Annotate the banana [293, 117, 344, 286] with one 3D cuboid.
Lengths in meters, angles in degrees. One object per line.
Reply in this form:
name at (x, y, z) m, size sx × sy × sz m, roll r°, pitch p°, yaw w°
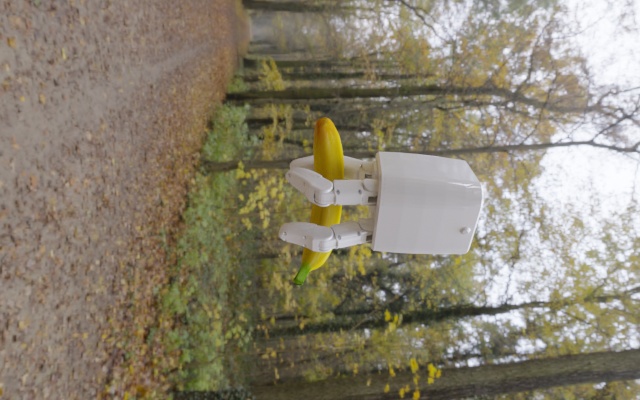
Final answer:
banana at (0.004, 0.000, 0.555) m, size 0.037 × 0.198 × 0.069 m, roll 11°, pitch 18°, yaw 12°
